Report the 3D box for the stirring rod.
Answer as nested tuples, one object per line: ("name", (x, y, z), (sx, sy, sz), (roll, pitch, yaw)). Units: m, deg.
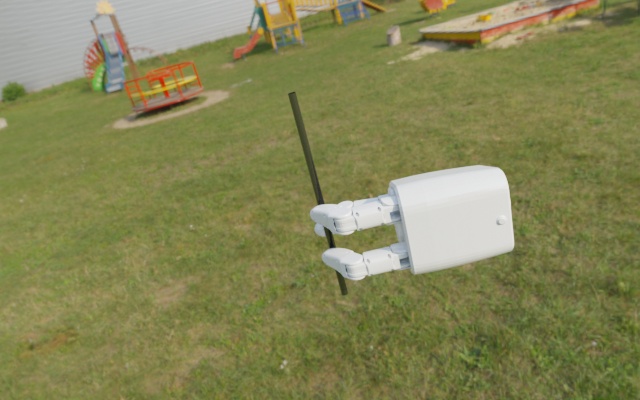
("stirring rod", (0.000, 0.002, 0.517), (0.011, 0.240, 0.011), (-13, 22, 5))
